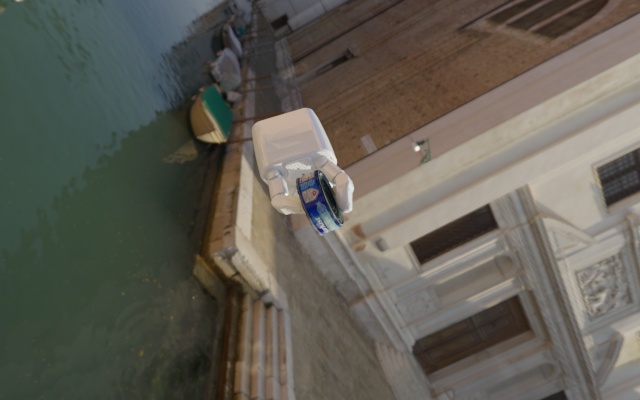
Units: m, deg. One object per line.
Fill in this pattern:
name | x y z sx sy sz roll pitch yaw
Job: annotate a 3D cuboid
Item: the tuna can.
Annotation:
tuna can | 0.001 0.002 0.653 0.034 0.086 0.086 -23 -5 11
